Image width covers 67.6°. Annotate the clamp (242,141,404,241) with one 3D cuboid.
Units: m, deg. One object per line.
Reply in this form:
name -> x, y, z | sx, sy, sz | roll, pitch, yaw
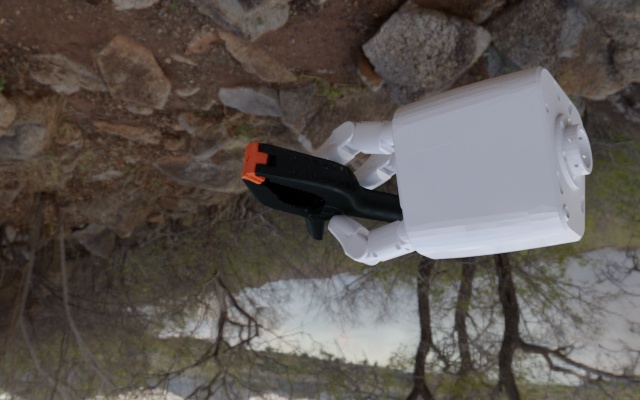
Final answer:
clamp -> 0.000, 0.002, 0.444 | 0.164, 0.036, 0.210 | -13, -25, 41
